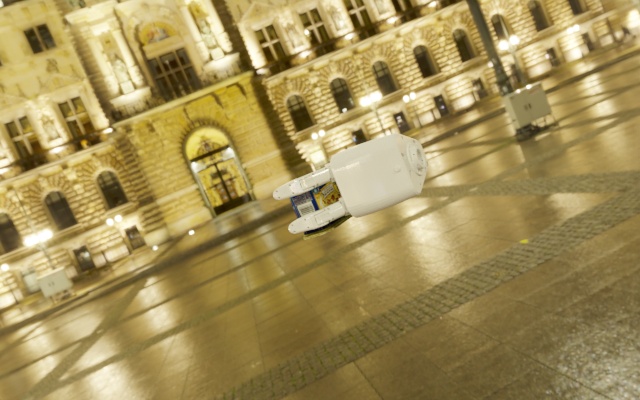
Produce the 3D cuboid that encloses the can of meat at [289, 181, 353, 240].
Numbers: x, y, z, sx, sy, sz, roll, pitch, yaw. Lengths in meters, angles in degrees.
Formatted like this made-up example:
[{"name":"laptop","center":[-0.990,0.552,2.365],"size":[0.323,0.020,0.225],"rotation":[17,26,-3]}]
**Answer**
[{"name":"can of meat","center":[0.000,0.002,0.746],"size":[0.057,0.084,0.102],"rotation":[-19,6,36]}]
